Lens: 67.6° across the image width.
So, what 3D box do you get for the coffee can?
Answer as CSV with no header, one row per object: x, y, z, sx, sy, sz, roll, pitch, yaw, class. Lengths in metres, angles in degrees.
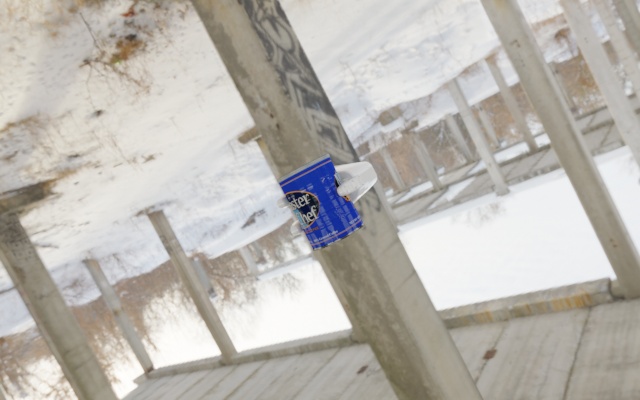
0.000,0.003,0.841,0.103,0.140,0.103,-27,3,1,coffee can
